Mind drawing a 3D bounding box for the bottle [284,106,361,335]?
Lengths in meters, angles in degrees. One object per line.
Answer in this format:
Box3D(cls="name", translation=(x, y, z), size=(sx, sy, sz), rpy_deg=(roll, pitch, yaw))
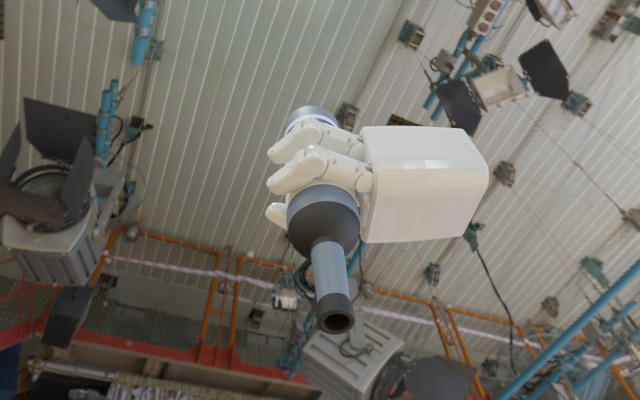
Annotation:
Box3D(cls="bottle", translation=(0.000, 0.001, 0.459), size=(0.069, 0.069, 0.295), rpy_deg=(0, 36, -5))
